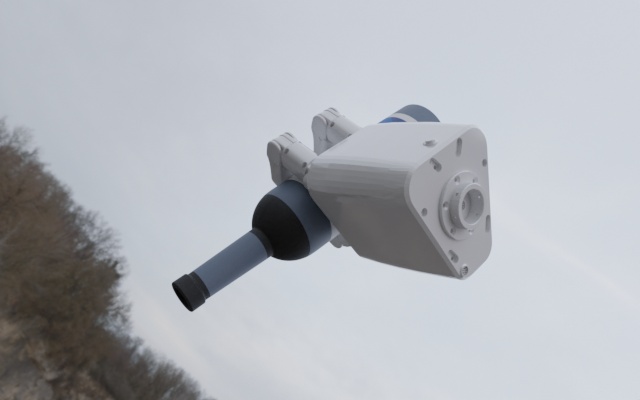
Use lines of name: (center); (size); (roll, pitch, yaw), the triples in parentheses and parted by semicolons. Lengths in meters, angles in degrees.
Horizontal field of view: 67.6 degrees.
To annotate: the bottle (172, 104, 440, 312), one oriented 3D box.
bottle: (0.000, 0.001, 0.435); (0.295, 0.069, 0.069); (-34, 18, -29)
